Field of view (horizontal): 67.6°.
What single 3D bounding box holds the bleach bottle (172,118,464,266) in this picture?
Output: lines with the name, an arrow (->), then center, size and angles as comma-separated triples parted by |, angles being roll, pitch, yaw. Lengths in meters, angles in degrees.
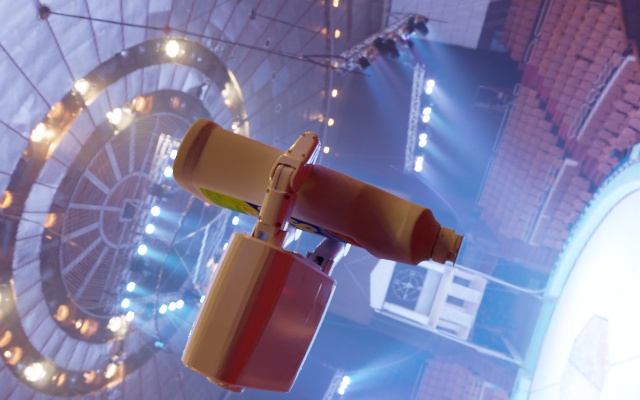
bleach bottle -> 0.000, 0.001, 0.427 | 0.251, 0.068, 0.103 | 18, -13, 17
